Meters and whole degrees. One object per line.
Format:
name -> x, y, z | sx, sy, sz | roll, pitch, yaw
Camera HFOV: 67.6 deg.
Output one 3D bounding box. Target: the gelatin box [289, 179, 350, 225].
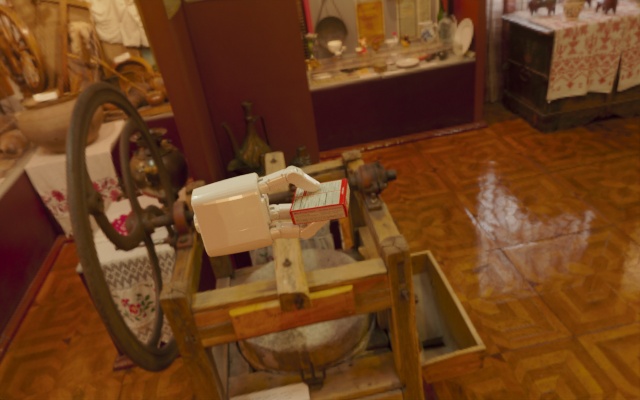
gelatin box -> 0.000, 0.002, 0.759 | 0.089, 0.030, 0.073 | -10, 32, 13
